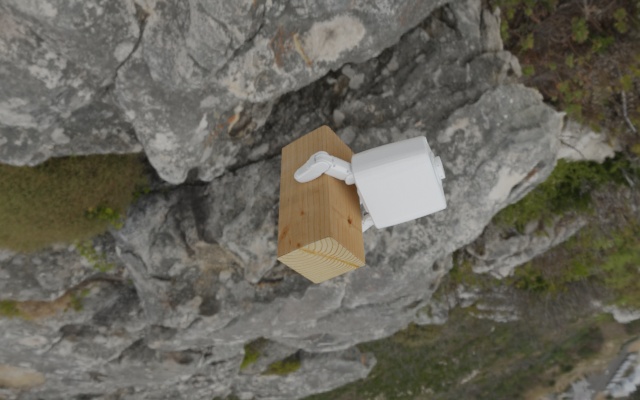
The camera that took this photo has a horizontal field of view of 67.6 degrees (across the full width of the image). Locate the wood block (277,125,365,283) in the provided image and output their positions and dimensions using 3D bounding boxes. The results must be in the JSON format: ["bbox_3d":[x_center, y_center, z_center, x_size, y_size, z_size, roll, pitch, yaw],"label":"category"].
[{"bbox_3d":[0.000,0.002,0.709,0.090,0.206,0.091,-25,-44,27],"label":"wood block"}]
